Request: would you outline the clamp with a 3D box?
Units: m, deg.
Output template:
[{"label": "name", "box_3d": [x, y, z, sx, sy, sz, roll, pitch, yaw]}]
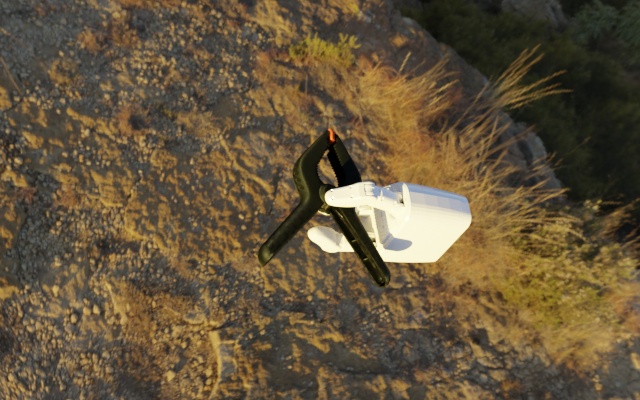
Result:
[{"label": "clamp", "box_3d": [0.001, 0.001, 0.585, 0.164, 0.210, 0.036, 8, -29, -25]}]
